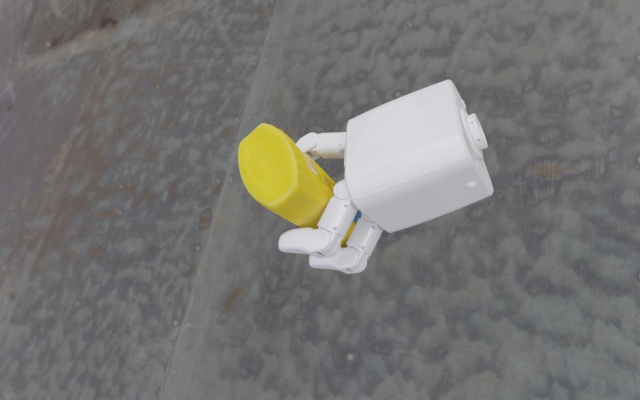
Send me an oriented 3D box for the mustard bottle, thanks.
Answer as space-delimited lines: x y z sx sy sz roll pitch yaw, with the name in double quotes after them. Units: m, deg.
0.000 0.002 0.493 0.058 0.096 0.192 -41 -39 10 "mustard bottle"
